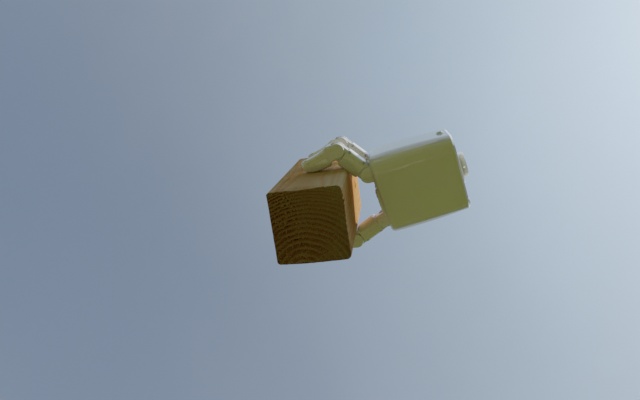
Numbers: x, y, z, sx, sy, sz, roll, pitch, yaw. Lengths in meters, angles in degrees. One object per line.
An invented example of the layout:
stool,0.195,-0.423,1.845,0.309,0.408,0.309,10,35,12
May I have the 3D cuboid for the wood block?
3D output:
wood block,0.001,0.002,0.640,0.090,0.091,0.206,-6,14,10
